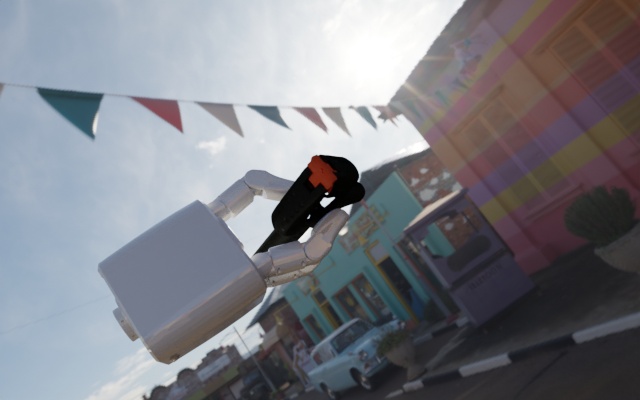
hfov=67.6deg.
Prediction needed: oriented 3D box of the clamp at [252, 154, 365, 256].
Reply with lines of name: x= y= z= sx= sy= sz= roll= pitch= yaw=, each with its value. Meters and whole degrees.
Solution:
clamp: x=-0.001 y=0.001 z=0.476 sx=0.164 sy=0.036 sz=0.210 roll=-37 pitch=-11 yaw=-21
